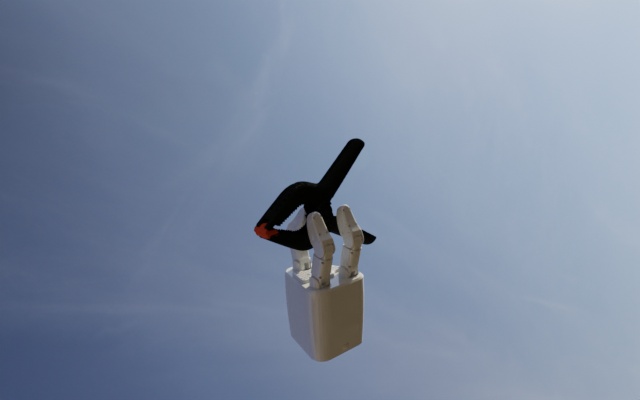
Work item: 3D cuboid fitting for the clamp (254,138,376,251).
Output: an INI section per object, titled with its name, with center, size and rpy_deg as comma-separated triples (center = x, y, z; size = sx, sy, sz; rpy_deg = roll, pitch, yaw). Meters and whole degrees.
[clamp]
center = -0.001, 0.002, 0.665
size = 0.210, 0.164, 0.036
rpy_deg = -13, 13, -40
